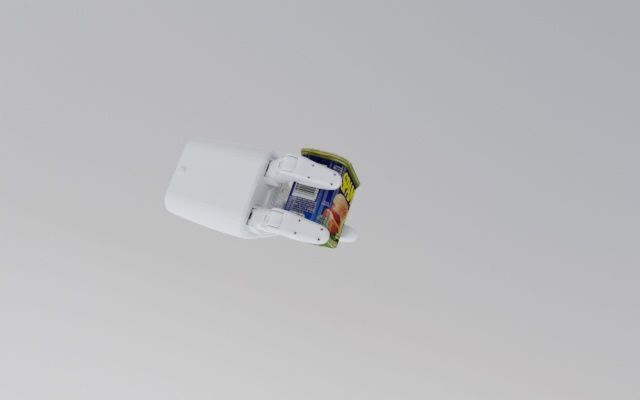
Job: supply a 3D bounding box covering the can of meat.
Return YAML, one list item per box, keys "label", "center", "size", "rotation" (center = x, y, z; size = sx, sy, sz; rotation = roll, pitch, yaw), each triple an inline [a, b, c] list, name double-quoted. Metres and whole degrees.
- label: "can of meat"
  center: [0.000, 0.002, 0.525]
  size: [0.057, 0.084, 0.102]
  rotation: [15, -12, 17]
